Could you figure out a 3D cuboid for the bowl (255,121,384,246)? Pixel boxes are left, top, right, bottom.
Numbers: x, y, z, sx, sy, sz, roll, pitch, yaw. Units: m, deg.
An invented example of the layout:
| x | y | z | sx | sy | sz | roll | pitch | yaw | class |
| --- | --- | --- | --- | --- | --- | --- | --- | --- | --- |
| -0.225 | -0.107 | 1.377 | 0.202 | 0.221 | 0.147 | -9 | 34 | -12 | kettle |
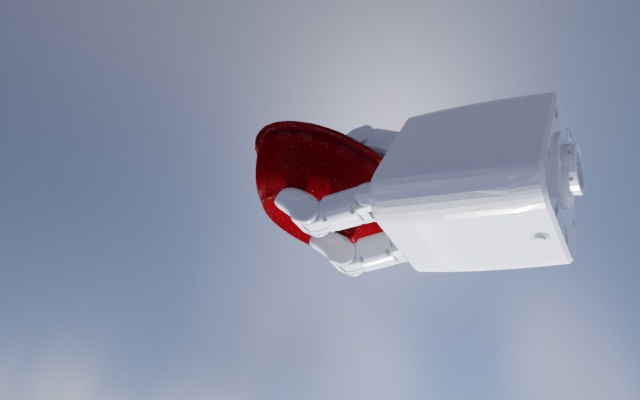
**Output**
| x | y | z | sx | sy | sz | roll | pitch | yaw | class |
| --- | --- | --- | --- | --- | --- | --- | --- | --- | --- |
| -0.001 | 0.002 | 0.436 | 0.162 | 0.055 | 0.162 | 23 | -24 | 11 | bowl |
